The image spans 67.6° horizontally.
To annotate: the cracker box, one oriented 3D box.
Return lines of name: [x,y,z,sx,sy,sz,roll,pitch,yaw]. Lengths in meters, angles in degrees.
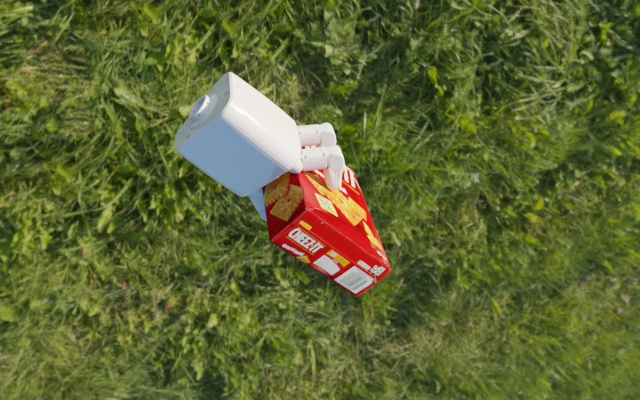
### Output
cracker box: [0.000,0.002,0.649,0.072,0.213,0.164,-39,-54,19]
